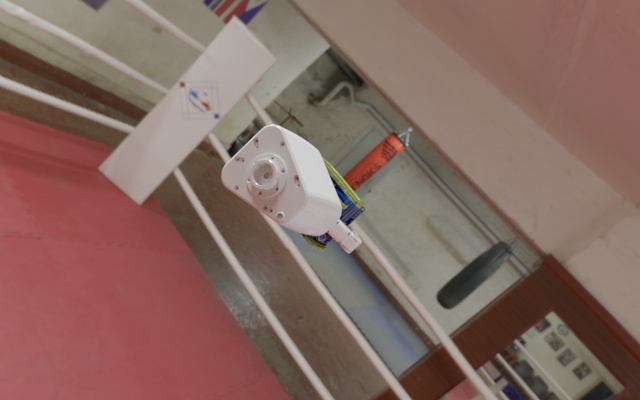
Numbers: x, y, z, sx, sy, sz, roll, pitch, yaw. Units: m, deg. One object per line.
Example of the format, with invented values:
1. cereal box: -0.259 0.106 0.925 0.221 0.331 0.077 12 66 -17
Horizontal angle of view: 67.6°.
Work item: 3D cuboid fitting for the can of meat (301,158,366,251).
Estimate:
1. can of meat: 0.000 0.002 0.651 0.084 0.102 0.057 -42 -23 9
